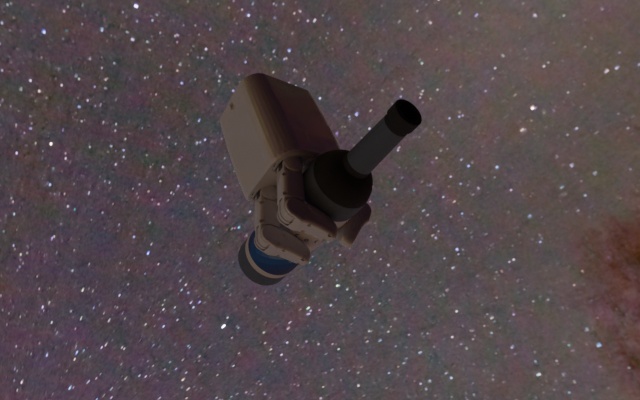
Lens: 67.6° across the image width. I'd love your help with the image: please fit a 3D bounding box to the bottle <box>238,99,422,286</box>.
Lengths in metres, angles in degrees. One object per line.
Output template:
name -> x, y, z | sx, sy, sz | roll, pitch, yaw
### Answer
bottle -> 0.000, 0.002, 0.495 | 0.069, 0.069, 0.296 | 0, -30, -35
